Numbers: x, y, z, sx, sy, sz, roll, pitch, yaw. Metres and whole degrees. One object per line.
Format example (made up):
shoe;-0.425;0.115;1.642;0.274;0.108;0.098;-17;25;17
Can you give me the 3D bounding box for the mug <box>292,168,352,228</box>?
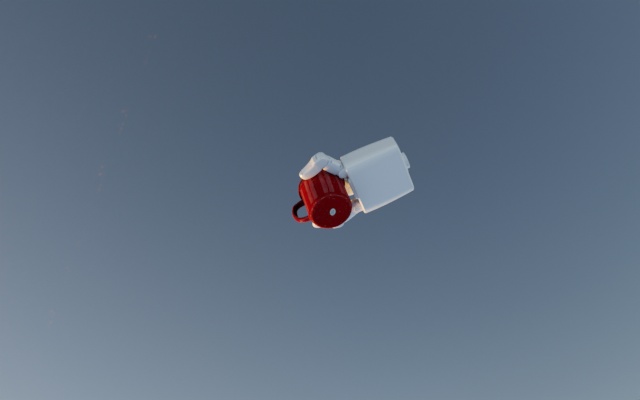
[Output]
mug;-0.001;0.004;0.889;0.117;0.093;0.081;-26;38;5
